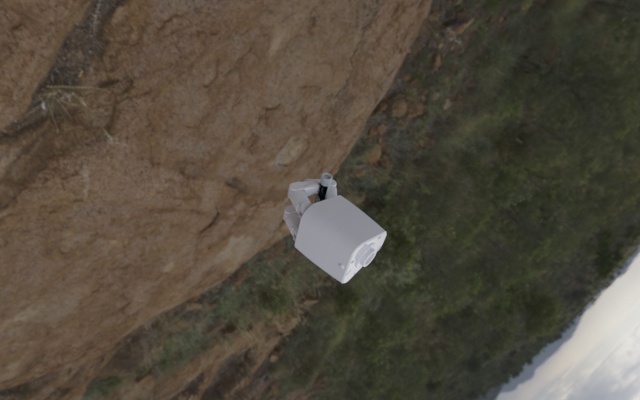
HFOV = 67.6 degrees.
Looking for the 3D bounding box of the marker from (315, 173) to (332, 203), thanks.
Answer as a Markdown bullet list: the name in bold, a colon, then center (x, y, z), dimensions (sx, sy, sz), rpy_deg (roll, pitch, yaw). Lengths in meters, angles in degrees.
- **marker**: center (0.000, 0.003, 0.833), dimensions (0.020, 0.121, 0.020), rpy_deg (8, 43, -7)
